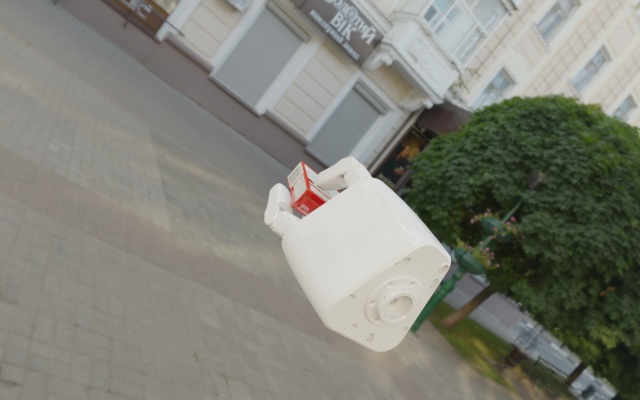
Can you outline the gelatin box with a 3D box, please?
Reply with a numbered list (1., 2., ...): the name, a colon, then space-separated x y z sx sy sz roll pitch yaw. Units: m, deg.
1. gelatin box: 0.000 0.001 0.537 0.073 0.030 0.089 38 14 -21
